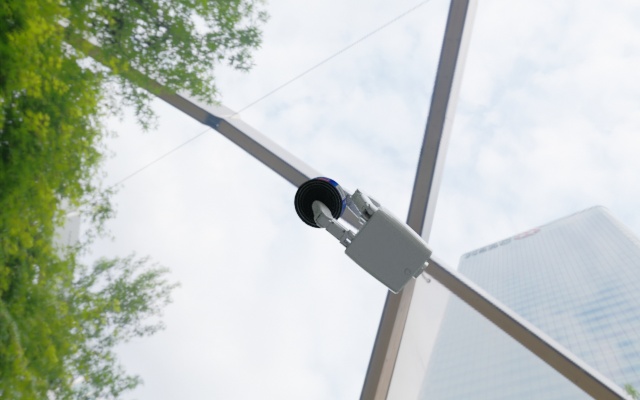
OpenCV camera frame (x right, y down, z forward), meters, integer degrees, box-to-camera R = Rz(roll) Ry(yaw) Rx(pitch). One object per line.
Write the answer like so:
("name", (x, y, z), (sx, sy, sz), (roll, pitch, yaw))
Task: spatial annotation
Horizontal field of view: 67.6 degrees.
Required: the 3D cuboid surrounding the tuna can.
("tuna can", (0.000, 0.002, 0.813), (0.086, 0.086, 0.033), (0, 13, 17))
